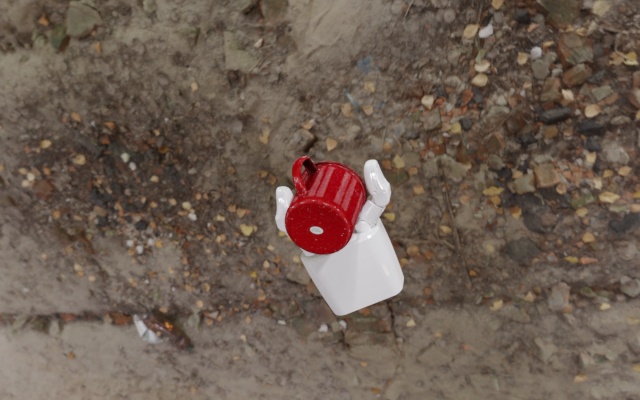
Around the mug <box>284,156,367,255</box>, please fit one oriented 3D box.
[{"bbox_3d":[-0.001,0.001,0.574,0.093,0.117,0.081,-16,26,24],"label":"mug"}]
